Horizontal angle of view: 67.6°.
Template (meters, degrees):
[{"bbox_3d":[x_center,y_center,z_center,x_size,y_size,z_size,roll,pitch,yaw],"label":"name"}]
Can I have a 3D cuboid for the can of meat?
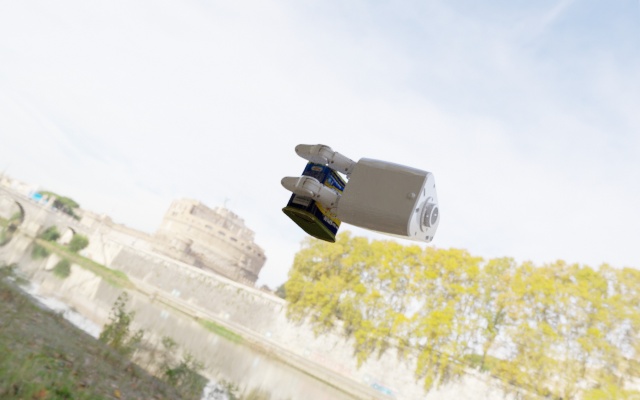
[{"bbox_3d":[0.000,0.002,0.705,0.057,0.084,0.102,13,-21,36],"label":"can of meat"}]
